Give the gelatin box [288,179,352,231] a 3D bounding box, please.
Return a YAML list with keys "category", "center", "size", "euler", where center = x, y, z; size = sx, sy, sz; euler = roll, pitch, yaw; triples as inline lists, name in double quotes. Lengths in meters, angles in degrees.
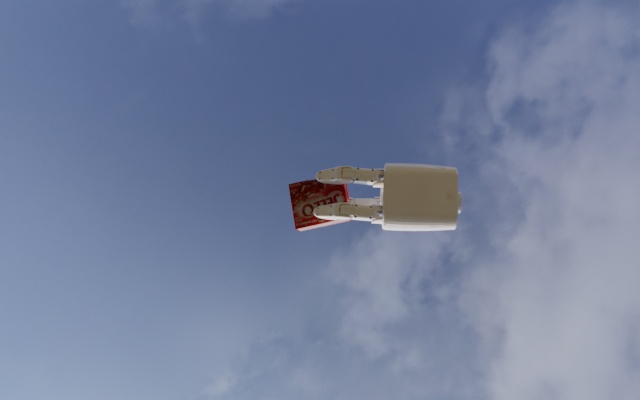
- category: "gelatin box"
  center: [0.000, 0.003, 0.736]
  size: [0.089, 0.073, 0.030]
  euler: [-13, -14, 11]
